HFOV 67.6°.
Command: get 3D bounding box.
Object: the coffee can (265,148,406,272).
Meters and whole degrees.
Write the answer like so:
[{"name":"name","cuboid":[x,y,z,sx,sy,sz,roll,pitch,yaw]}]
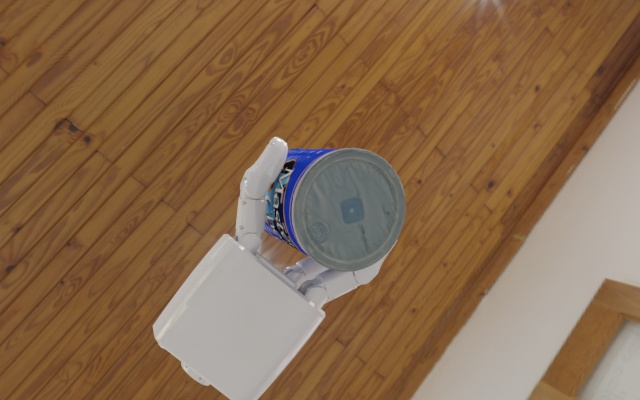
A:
[{"name":"coffee can","cuboid":[0.000,0.001,0.455,0.103,0.103,0.140,0,6,-22]}]
